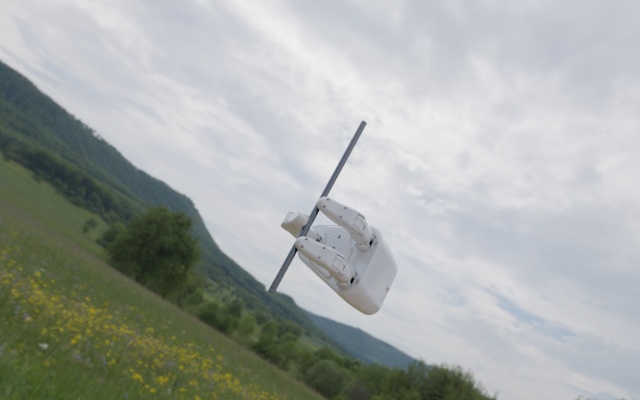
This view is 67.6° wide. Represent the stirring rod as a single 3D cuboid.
[{"bbox_3d":[0.000,0.002,0.571,0.011,0.239,0.011,26,-17,9],"label":"stirring rod"}]
